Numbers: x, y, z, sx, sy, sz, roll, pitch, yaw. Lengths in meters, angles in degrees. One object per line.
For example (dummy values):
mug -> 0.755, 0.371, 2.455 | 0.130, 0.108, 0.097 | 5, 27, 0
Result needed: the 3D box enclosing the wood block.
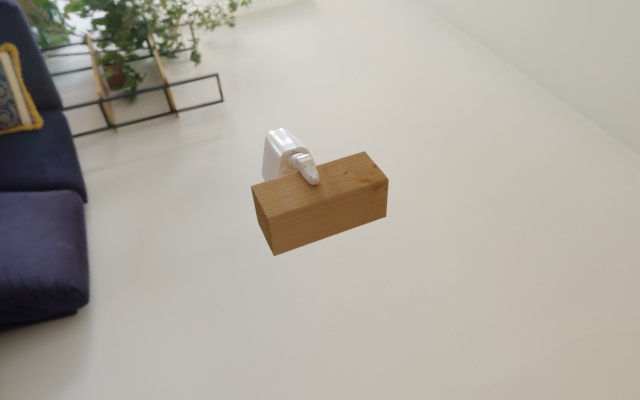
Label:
wood block -> 0.000, 0.002, 0.796 | 0.206, 0.091, 0.090 | -19, 45, -15
